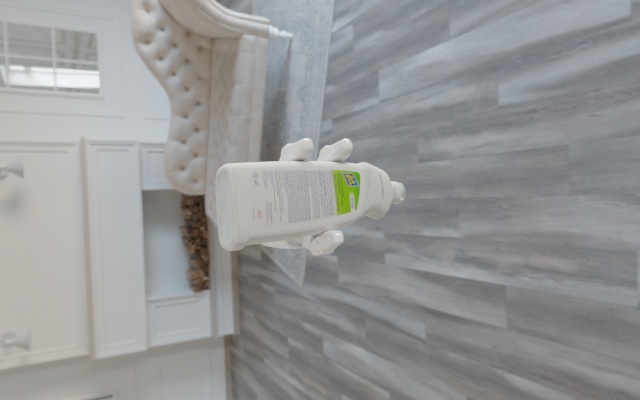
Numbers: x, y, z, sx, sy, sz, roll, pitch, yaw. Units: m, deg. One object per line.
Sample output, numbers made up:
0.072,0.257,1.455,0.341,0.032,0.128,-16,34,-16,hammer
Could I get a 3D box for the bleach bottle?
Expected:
0.000,0.002,0.600,0.251,0.102,0.068,-2,-4,-29,bleach bottle
